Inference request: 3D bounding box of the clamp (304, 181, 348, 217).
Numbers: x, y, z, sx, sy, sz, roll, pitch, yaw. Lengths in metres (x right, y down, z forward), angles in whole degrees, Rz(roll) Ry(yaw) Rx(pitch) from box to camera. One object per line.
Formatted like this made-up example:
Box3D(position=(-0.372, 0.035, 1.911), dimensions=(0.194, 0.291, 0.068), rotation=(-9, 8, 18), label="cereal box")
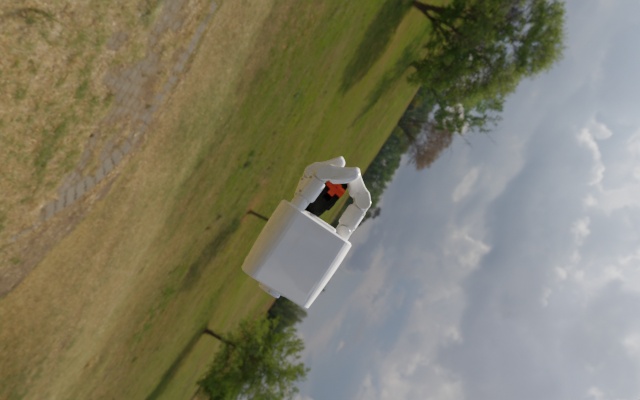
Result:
Box3D(position=(0.001, 0.003, 0.718), dimensions=(0.039, 0.120, 0.171), rotation=(36, -4, 0), label="clamp")
